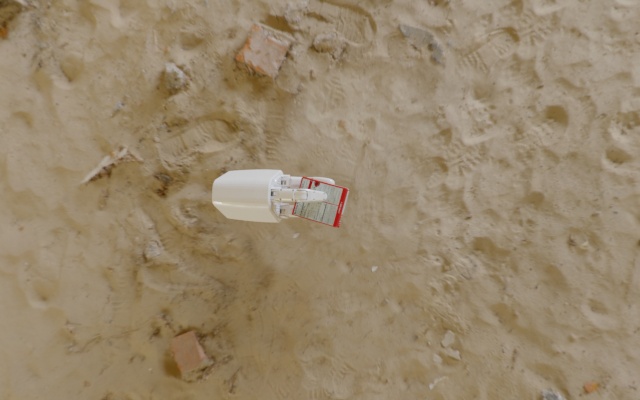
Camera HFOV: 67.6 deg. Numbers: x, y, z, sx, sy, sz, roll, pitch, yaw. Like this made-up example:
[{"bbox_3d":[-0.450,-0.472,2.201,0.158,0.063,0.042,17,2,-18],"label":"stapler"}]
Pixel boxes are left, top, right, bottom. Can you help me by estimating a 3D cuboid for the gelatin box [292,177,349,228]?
[{"bbox_3d":[0.000,0.003,0.864,0.089,0.073,0.030,15,0,12],"label":"gelatin box"}]
